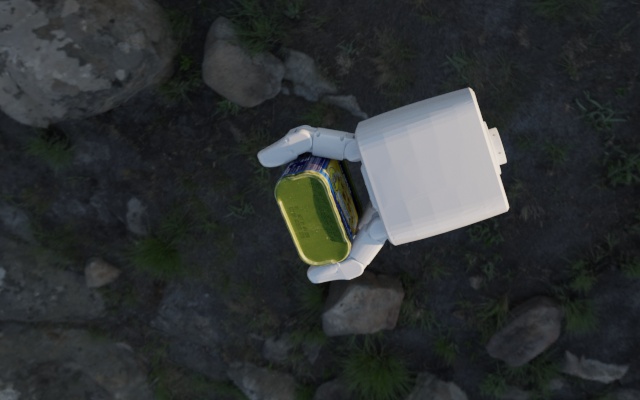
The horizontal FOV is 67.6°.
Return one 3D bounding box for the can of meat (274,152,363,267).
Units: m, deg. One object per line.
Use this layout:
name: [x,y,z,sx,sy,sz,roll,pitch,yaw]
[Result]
can of meat: [0.000,0.002,0.469,0.057,0.102,0.084,-14,23,17]
